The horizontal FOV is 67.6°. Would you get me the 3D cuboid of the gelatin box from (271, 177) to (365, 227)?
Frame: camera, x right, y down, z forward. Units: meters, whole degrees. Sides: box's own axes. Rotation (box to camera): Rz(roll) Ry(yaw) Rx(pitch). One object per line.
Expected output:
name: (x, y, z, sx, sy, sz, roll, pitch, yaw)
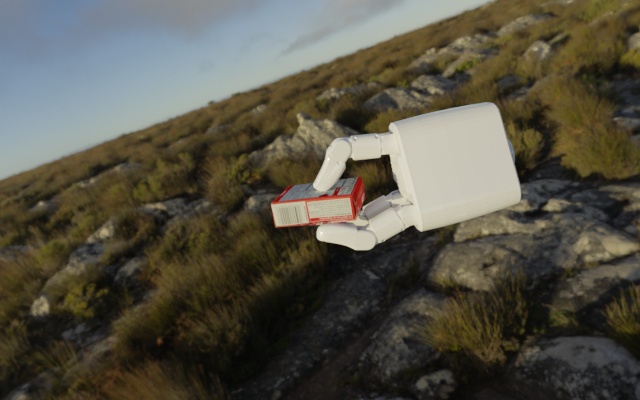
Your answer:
gelatin box: (0.000, 0.001, 0.516, 0.089, 0.030, 0.073, -6, 16, 13)
